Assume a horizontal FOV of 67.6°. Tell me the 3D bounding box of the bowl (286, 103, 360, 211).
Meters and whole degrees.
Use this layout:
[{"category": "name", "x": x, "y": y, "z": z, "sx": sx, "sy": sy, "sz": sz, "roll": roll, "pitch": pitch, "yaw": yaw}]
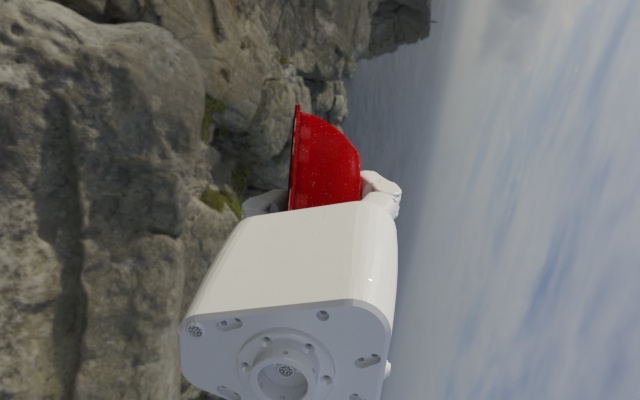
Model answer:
[{"category": "bowl", "x": 0.001, "y": 0.001, "z": 0.405, "sx": 0.055, "sy": 0.162, "sz": 0.162, "roll": 4, "pitch": 0, "yaw": -3}]
